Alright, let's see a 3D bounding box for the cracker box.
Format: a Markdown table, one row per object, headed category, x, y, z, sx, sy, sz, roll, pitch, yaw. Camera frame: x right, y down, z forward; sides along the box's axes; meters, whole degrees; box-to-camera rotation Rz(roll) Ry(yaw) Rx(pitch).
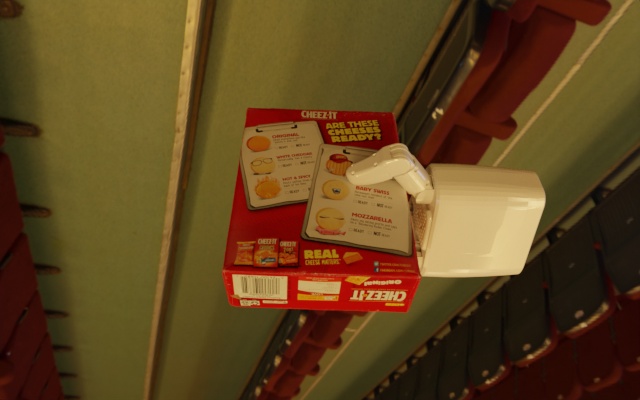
| category | x | y | z | sx | sy | sz | roll | pitch | yaw |
| --- | --- | --- | --- | --- | --- | --- | --- | --- | --- |
| cracker box | 0.000 | 0.002 | 0.475 | 0.164 | 0.213 | 0.072 | 2 | -42 | -3 |
